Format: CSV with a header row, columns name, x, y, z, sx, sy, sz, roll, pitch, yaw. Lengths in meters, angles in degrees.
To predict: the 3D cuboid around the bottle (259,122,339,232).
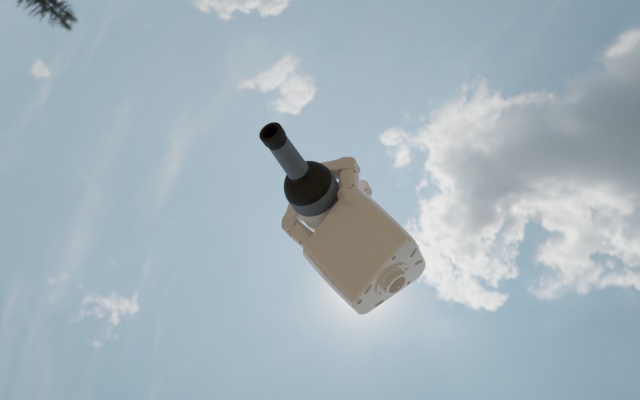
name,x,y,z,sx,sy,sz,roll,pitch,yaw
bottle,0.000,0.002,0.632,0.069,0.069,0.296,0,-32,26
